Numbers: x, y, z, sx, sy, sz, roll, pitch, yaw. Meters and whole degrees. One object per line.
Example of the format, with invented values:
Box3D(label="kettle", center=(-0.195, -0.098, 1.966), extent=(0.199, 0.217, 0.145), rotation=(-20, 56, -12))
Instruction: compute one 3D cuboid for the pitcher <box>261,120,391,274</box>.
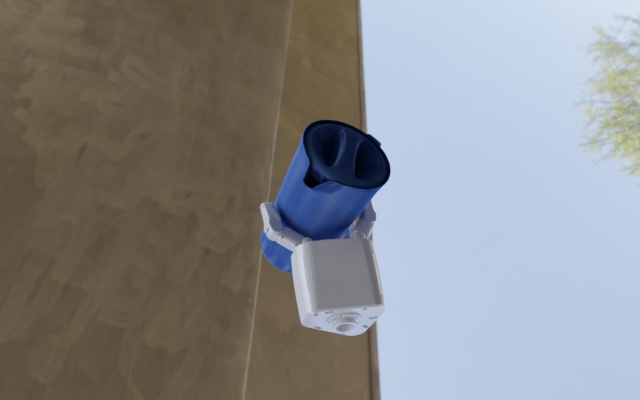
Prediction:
Box3D(label="pitcher", center=(0.000, 0.003, 0.736), extent=(0.149, 0.145, 0.243), rotation=(10, -43, -22))
